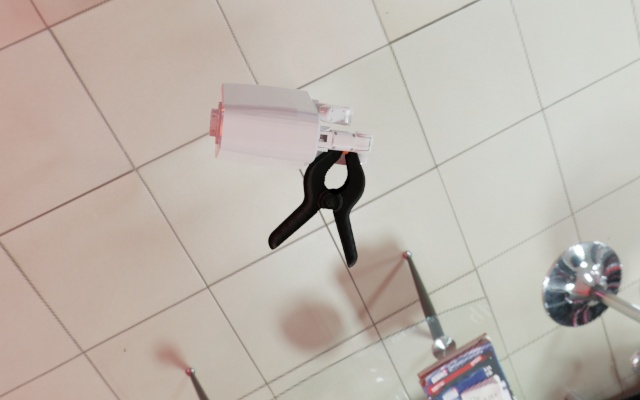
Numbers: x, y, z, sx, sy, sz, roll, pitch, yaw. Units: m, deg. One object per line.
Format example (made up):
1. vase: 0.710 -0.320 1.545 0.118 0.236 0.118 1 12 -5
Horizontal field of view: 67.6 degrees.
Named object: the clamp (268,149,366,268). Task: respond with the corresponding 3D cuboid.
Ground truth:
1. clamp: 0.000 0.002 0.607 0.120 0.171 0.039 5 13 -15
